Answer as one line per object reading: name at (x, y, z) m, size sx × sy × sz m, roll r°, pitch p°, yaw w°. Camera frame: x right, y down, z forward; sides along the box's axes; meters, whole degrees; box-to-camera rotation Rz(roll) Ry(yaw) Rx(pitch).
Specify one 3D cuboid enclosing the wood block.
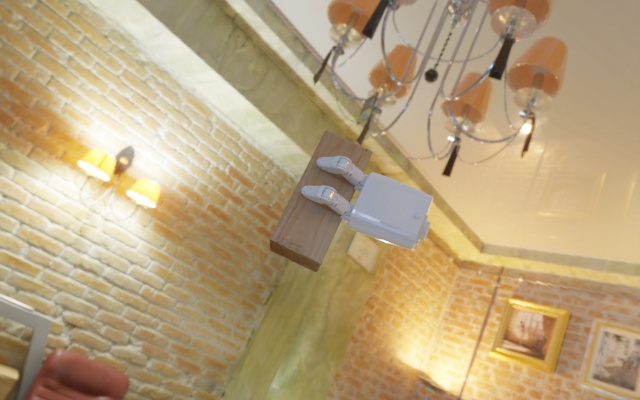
wood block at (0.001, 0.003, 0.795) m, size 0.090 × 0.206 × 0.091 m, roll 25°, pitch -18°, yaw 4°
